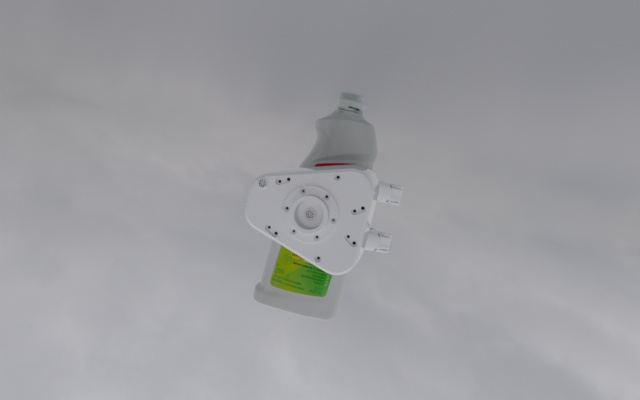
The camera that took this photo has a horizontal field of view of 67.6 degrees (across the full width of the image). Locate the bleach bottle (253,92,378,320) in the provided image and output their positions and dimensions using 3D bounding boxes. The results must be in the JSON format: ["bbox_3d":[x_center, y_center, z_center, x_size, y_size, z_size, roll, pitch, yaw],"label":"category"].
[{"bbox_3d":[0.000,0.002,0.546,0.102,0.251,0.068,14,5,6],"label":"bleach bottle"}]
